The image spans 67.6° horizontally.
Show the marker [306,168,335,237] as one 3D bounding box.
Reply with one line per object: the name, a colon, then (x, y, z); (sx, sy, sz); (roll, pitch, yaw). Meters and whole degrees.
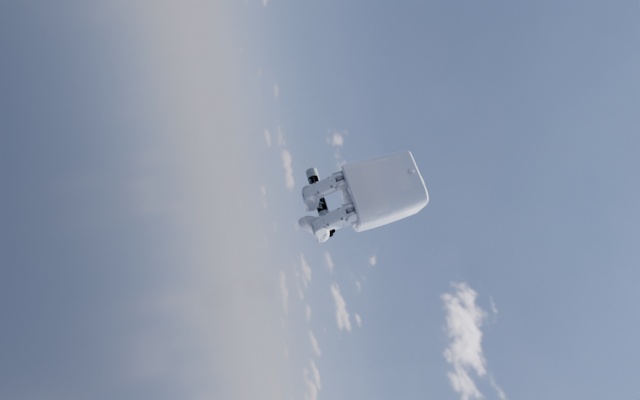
marker: (0.000, 0.003, 0.758); (0.020, 0.121, 0.020); (-13, -27, -7)
